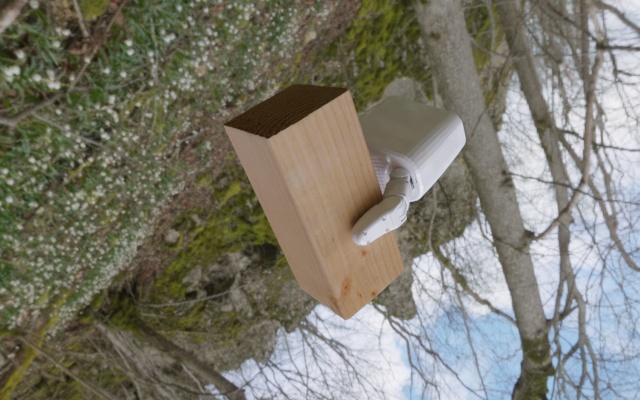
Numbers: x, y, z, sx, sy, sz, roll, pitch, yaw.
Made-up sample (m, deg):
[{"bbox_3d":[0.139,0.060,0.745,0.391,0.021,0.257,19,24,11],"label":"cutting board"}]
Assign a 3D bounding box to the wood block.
[{"bbox_3d":[0.001,0.002,0.469,0.090,0.206,0.091,-35,32,-23],"label":"wood block"}]
